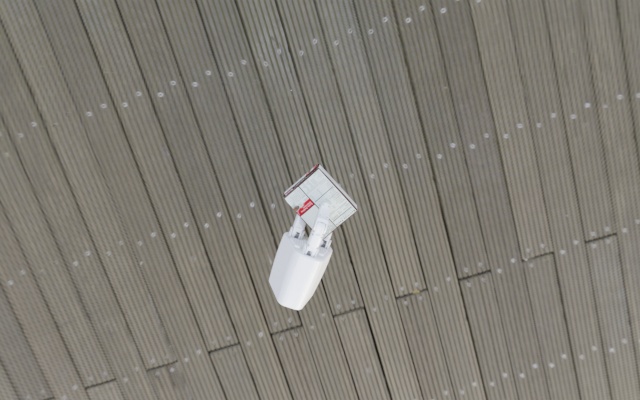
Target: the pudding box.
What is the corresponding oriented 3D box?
[{"bbox_3d":[0.000,0.003,0.876,0.090,0.113,0.039,-40,14,9],"label":"pudding box"}]
